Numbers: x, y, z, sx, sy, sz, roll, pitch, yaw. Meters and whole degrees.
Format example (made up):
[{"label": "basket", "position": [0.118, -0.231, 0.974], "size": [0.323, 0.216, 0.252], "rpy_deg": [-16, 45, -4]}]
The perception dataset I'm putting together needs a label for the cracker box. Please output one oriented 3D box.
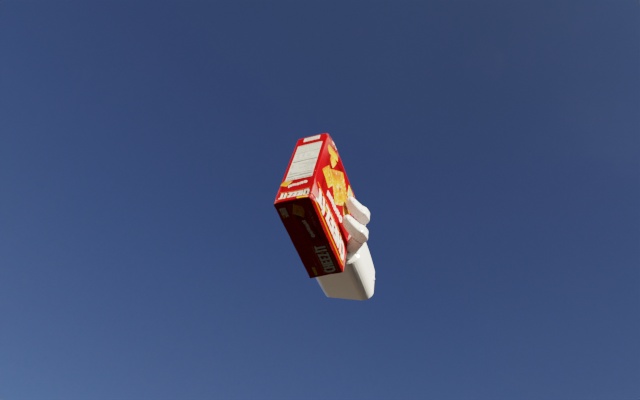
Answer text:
[{"label": "cracker box", "position": [0.000, 0.003, 0.850], "size": [0.072, 0.164, 0.213], "rpy_deg": [-13, 32, 18]}]
